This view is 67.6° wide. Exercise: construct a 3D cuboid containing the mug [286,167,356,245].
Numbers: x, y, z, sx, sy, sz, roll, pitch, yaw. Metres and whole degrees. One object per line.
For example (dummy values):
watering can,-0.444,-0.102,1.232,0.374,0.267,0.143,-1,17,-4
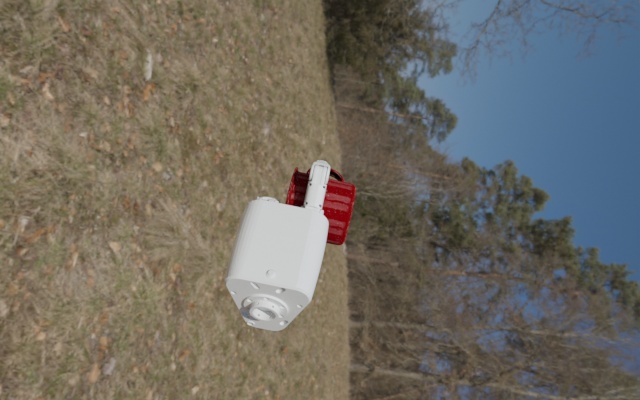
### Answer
mug,0.001,0.001,0.623,0.081,0.117,0.093,12,-41,0
